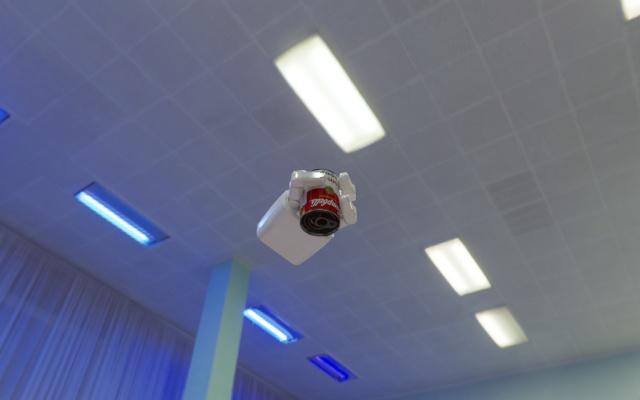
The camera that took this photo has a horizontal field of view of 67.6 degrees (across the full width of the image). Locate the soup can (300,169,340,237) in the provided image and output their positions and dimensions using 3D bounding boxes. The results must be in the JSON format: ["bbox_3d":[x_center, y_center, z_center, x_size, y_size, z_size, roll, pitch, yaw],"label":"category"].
[{"bbox_3d":[0.000,0.002,0.827,0.068,0.102,0.069,1,-44,1],"label":"soup can"}]
